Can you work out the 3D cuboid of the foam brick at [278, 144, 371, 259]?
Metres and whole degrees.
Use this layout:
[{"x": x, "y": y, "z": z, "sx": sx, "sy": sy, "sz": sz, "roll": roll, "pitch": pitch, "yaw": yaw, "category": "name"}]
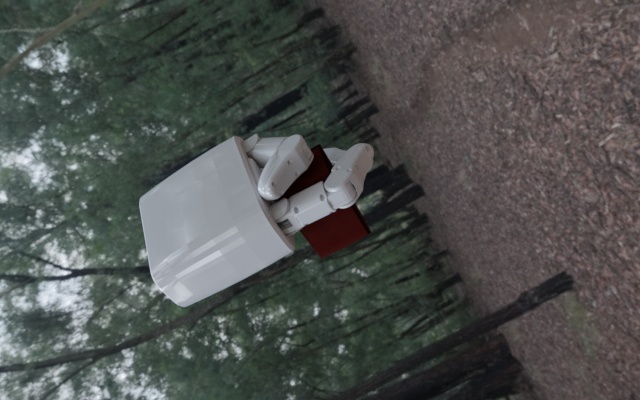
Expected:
[{"x": 0.000, "y": 0.002, "z": 0.421, "sx": 0.051, "sy": 0.078, "sz": 0.053, "roll": -30, "pitch": 35, "yaw": 5, "category": "foam brick"}]
